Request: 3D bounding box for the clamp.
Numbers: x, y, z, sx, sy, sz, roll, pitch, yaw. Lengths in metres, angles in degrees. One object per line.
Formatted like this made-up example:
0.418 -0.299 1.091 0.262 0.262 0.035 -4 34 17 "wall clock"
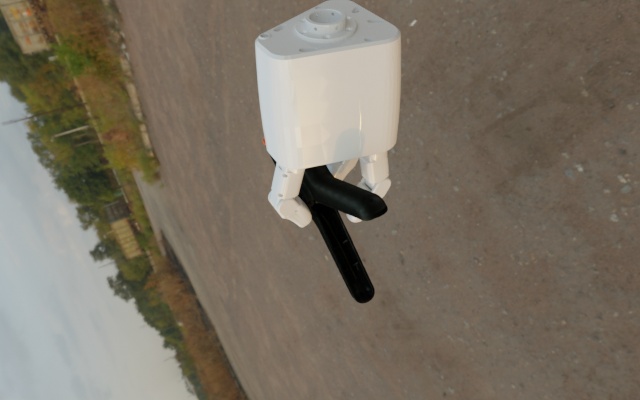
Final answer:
-0.001 0.001 0.500 0.036 0.165 0.210 -25 49 -19 "clamp"
